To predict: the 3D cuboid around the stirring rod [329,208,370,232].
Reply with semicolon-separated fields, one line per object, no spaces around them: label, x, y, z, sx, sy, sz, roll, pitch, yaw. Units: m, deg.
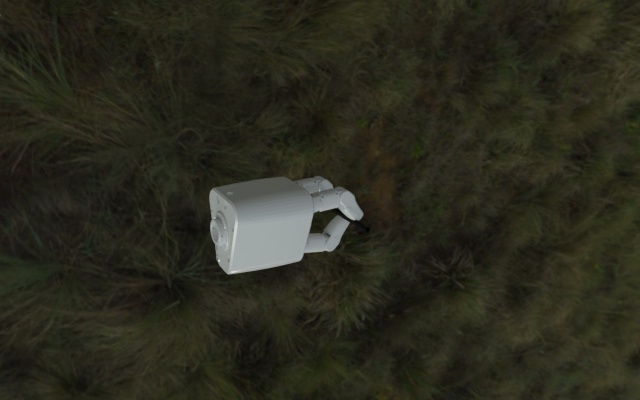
stirring rod;0.000;0.002;0.737;0.011;0.011;0.239;0;18;-34
